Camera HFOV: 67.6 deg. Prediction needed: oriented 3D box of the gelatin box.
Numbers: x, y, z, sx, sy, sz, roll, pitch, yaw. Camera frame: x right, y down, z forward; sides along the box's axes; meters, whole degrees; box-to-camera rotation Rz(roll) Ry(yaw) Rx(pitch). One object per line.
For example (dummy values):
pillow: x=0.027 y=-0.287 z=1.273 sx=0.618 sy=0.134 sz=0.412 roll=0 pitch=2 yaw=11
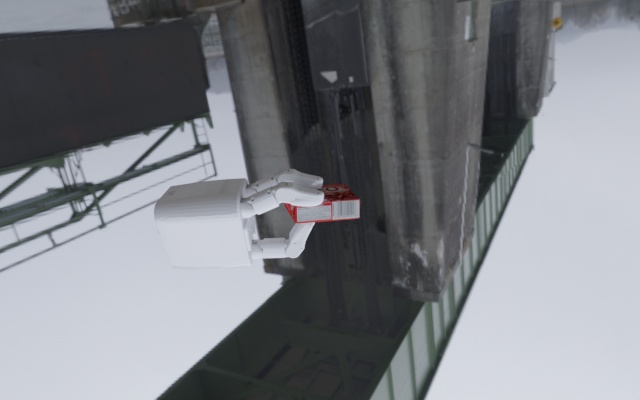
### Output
gelatin box: x=0.000 y=0.003 z=0.638 sx=0.089 sy=0.030 sz=0.073 roll=-4 pitch=18 yaw=-13
